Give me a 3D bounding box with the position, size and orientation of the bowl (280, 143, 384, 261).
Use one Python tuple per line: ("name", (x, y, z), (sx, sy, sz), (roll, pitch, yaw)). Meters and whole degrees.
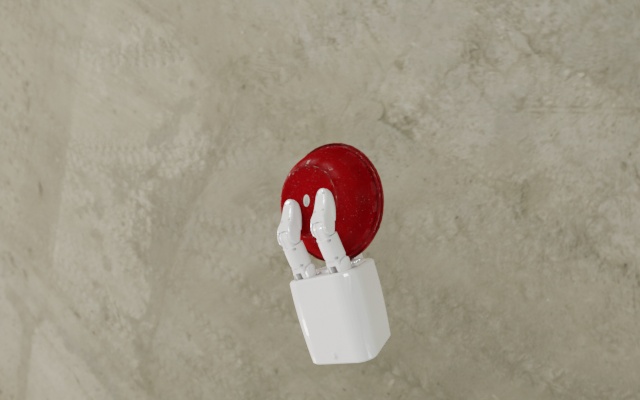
("bowl", (-0.001, 0.001, 0.623), (0.162, 0.162, 0.055), (0, -2, 38))
